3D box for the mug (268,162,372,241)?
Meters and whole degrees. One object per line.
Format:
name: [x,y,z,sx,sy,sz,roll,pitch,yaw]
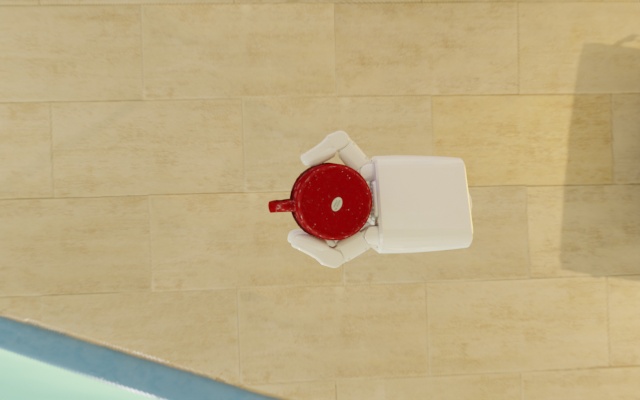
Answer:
mug: [-0.001,0.002,0.534,0.117,0.093,0.081,-2,1,-4]
